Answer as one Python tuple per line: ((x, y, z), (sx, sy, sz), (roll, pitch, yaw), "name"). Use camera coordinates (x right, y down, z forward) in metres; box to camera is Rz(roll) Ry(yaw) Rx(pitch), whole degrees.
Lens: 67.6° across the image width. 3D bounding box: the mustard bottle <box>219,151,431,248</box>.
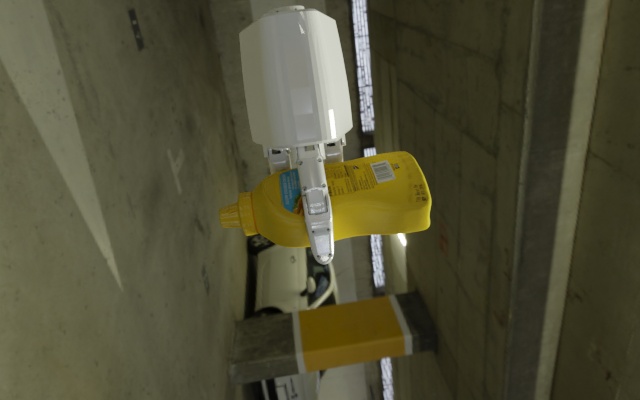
((0.000, 0.002, 0.455), (0.191, 0.058, 0.096), (-9, 38, -3), "mustard bottle")
